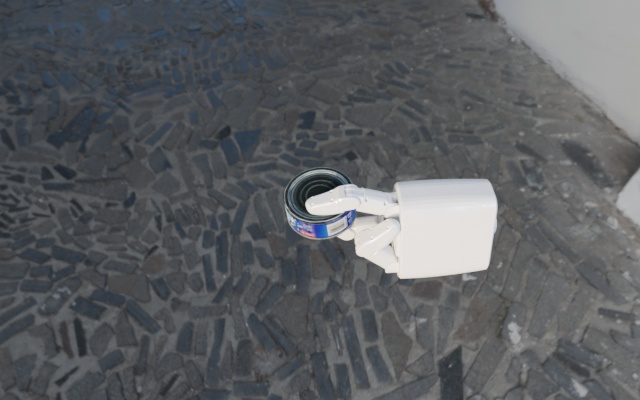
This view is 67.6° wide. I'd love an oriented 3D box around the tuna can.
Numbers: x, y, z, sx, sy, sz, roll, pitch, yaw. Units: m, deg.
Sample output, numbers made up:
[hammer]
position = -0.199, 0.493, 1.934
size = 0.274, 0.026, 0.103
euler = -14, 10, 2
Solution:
[tuna can]
position = 0.000, 0.001, 0.563
size = 0.086, 0.086, 0.034
euler = 0, -38, 8
